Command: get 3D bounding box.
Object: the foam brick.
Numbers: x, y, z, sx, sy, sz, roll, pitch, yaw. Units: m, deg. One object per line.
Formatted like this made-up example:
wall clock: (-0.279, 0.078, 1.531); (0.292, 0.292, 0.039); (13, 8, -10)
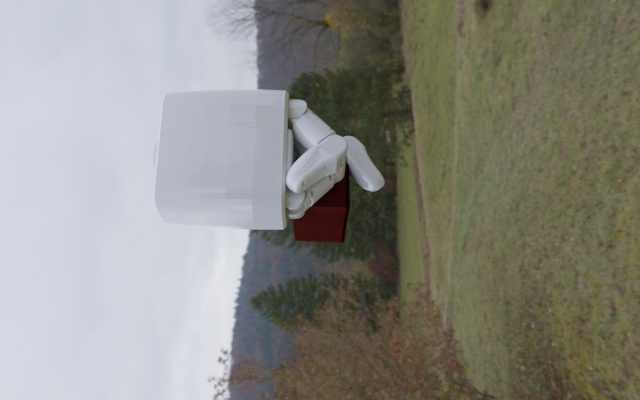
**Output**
foam brick: (0.000, 0.002, 0.466); (0.051, 0.053, 0.078); (1, -30, -1)
